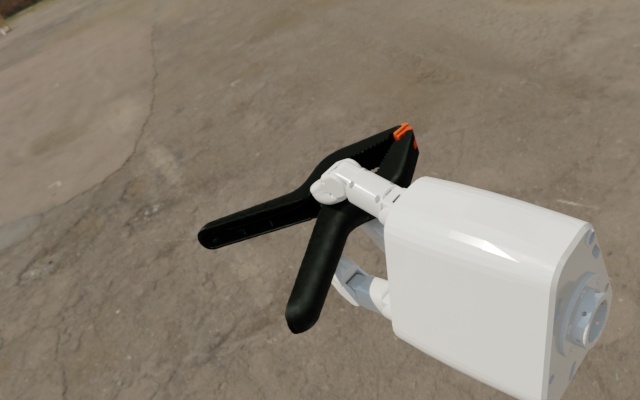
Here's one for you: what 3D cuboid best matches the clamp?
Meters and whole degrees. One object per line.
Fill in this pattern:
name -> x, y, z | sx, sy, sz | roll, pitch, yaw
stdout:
clamp -> 0.000, 0.000, 0.409 | 0.164, 0.036, 0.210 | 20, 55, 44
